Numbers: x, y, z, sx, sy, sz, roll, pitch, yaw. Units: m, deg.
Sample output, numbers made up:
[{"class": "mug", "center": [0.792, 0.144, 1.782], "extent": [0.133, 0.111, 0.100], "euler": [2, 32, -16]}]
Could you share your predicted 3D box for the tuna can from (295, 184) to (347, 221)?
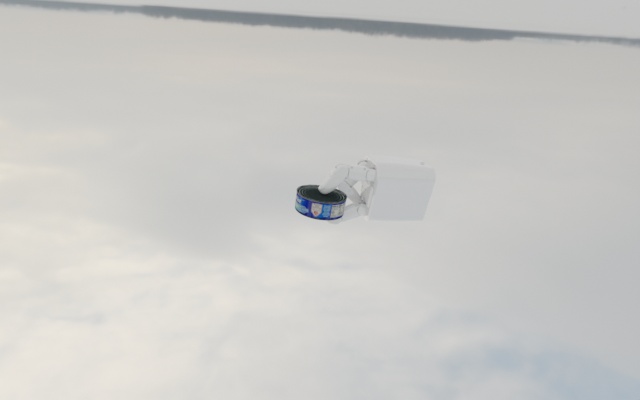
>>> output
[{"class": "tuna can", "center": [0.000, 0.003, 0.803], "extent": [0.086, 0.034, 0.086], "euler": [8, 19, -3]}]
